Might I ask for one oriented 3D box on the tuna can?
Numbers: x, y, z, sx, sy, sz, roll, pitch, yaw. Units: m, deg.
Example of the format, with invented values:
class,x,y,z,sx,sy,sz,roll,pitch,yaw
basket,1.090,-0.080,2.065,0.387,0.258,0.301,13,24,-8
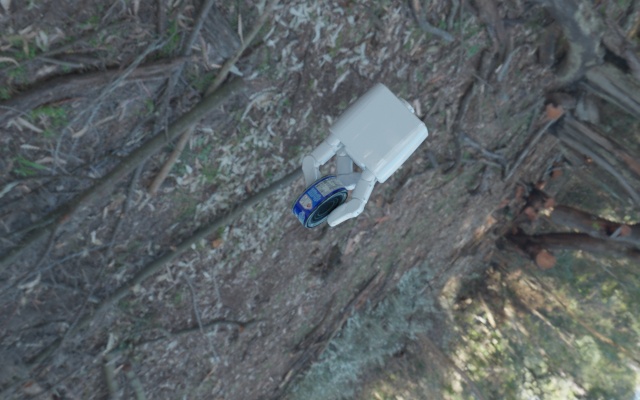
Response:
class,x,y,z,sx,sy,sz,roll,pitch,yaw
tuna can,0.000,0.003,0.717,0.086,0.033,0.086,-36,-18,-14
